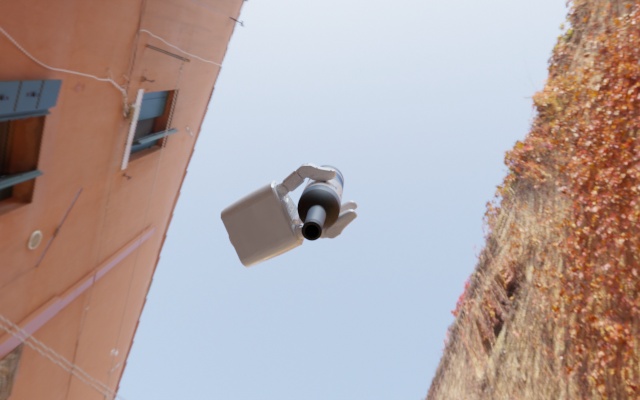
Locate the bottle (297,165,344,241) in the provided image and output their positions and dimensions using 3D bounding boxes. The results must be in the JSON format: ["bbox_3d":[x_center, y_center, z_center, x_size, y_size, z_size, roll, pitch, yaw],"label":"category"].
[{"bbox_3d":[0.000,0.002,0.772,0.069,0.069,0.295,0,15,5],"label":"bottle"}]
